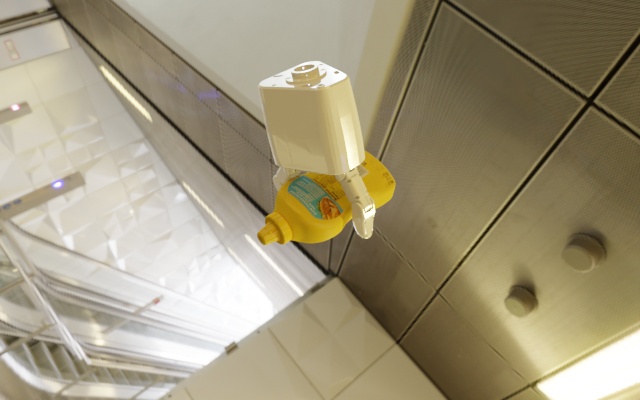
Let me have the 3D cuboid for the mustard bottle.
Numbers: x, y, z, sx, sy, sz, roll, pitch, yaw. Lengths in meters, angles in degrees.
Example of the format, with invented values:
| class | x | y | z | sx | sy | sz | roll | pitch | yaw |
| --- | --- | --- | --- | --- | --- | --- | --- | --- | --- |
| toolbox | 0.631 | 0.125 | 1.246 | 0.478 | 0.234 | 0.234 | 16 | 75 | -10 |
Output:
| class | x | y | z | sx | sy | sz | roll | pitch | yaw |
| --- | --- | --- | --- | --- | --- | --- | --- | --- | --- |
| mustard bottle | 0.000 | 0.002 | 0.620 | 0.191 | 0.058 | 0.096 | -32 | 61 | -28 |
